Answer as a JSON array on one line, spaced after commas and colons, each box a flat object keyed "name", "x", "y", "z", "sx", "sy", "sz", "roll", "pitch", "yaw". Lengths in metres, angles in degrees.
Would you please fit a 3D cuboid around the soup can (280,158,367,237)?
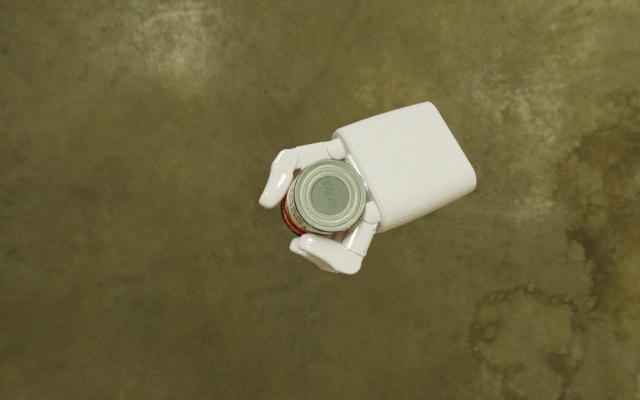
[{"name": "soup can", "x": 0.000, "y": 0.002, "z": 0.464, "sx": 0.068, "sy": 0.068, "sz": 0.102, "roll": 0, "pitch": -7, "yaw": -11}]
